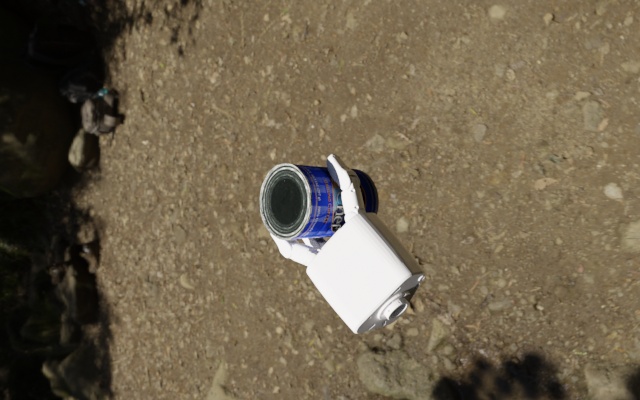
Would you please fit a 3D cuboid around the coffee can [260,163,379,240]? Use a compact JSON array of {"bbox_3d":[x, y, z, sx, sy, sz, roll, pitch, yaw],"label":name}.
[{"bbox_3d":[0.000,0.002,0.680,0.103,0.103,0.140,0,-1,44],"label":"coffee can"}]
